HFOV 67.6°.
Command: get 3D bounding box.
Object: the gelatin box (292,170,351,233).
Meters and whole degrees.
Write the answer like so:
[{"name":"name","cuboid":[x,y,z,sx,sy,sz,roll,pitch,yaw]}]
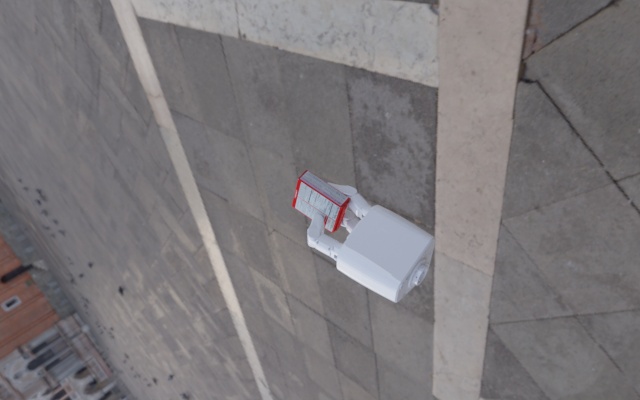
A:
[{"name":"gelatin box","cuboid":[0.000,0.003,0.780,0.089,0.073,0.030,33,52,13]}]
